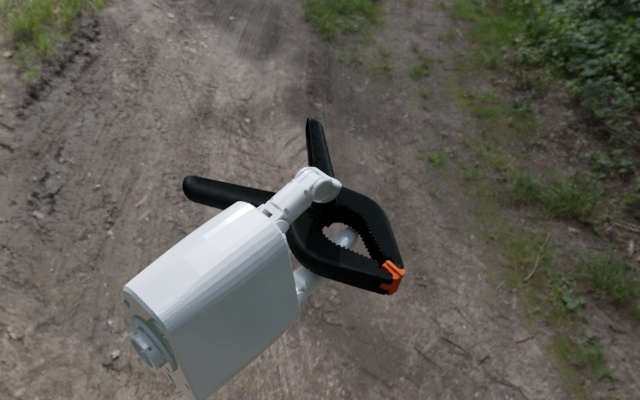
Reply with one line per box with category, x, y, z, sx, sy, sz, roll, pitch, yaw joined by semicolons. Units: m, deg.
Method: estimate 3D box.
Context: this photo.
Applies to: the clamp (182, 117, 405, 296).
clamp;0.000;0.001;0.444;0.210;0.036;0.164;36;55;22
